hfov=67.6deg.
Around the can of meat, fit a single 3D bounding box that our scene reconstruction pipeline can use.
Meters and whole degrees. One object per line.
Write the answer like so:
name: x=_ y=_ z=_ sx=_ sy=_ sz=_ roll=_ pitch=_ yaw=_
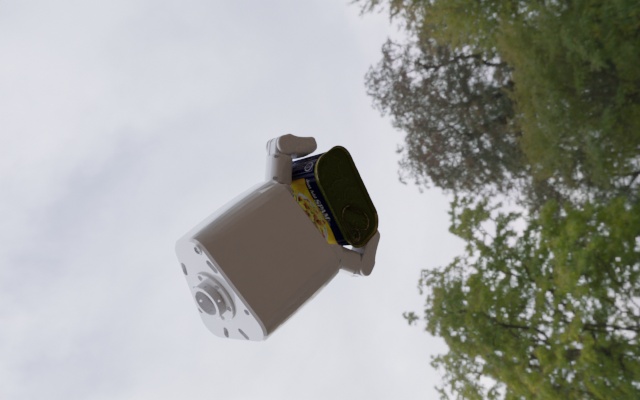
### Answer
can of meat: x=0.000 y=0.002 z=0.501 sx=0.084 sy=0.102 sz=0.057 roll=-11 pitch=23 yaw=44
